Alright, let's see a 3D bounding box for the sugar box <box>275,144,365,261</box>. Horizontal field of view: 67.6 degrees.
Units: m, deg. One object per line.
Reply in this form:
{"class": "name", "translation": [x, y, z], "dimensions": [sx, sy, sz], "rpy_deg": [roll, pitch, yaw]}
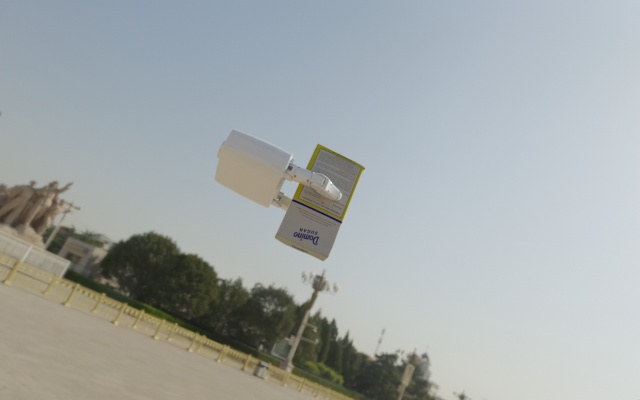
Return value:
{"class": "sugar box", "translation": [0.000, 0.003, 0.799], "dimensions": [0.093, 0.176, 0.048], "rpy_deg": [26, -19, -4]}
